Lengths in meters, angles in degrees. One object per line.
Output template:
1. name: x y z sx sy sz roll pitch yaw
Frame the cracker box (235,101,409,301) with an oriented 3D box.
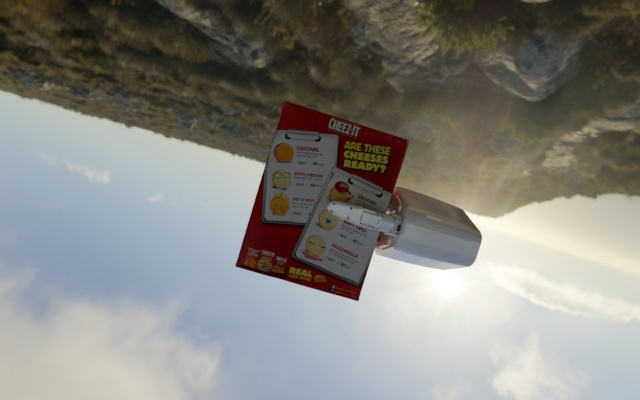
1. cracker box: 0.000 0.002 0.618 0.164 0.214 0.072 17 3 -6
